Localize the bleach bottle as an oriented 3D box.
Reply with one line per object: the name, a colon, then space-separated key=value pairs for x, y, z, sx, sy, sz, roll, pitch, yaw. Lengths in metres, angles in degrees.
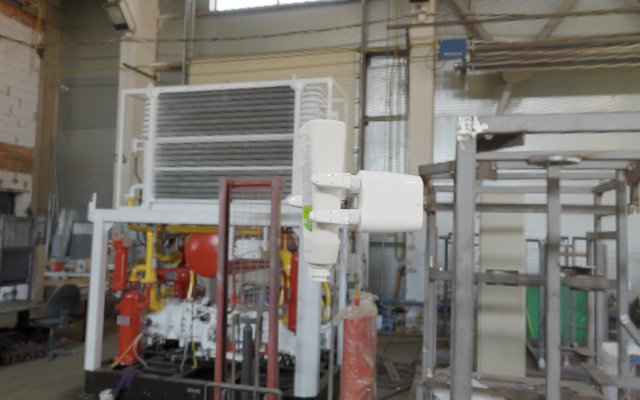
bleach bottle: x=0.000 y=0.002 z=0.773 sx=0.068 sy=0.251 sz=0.102 roll=2 pitch=-4 yaw=-14
